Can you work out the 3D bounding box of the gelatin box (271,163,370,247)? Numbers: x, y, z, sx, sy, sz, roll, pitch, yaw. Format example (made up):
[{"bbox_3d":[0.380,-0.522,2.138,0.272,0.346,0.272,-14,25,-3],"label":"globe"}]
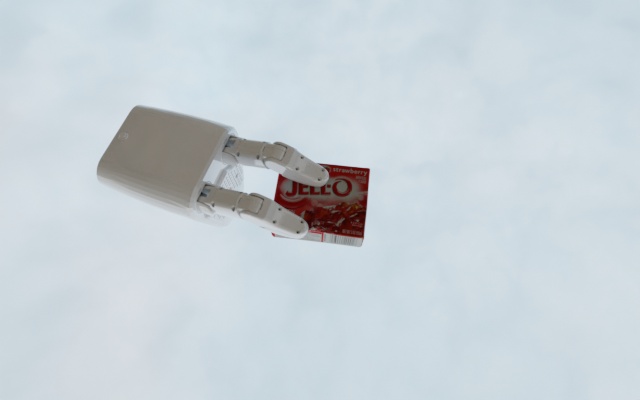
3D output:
[{"bbox_3d":[0.000,0.002,0.457,0.089,0.073,0.030,7,-24,2],"label":"gelatin box"}]
